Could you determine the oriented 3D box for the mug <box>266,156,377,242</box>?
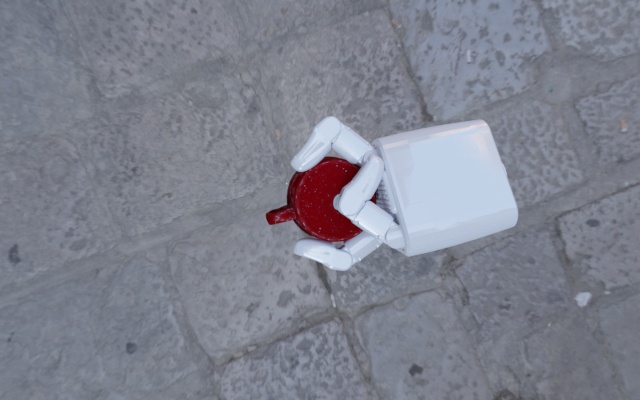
[{"bbox_3d":[-0.001,0.002,0.492,0.117,0.093,0.081,-15,3,-4],"label":"mug"}]
